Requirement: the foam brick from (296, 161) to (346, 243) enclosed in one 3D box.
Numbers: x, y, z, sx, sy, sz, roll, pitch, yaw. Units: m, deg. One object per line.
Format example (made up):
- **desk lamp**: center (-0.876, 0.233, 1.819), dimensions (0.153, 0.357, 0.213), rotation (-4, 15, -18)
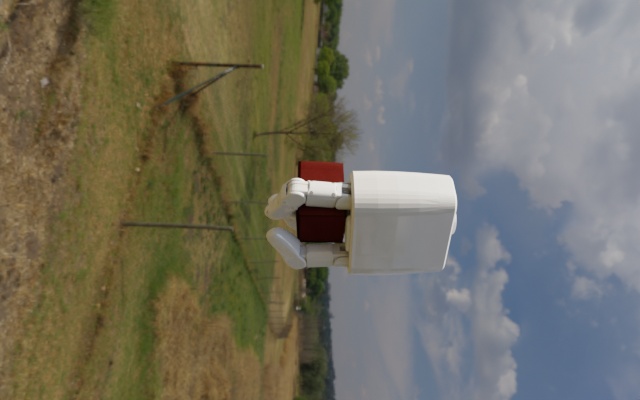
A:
- **foam brick**: center (0.000, 0.001, 0.530), dimensions (0.051, 0.078, 0.053), rotation (0, -38, 0)
